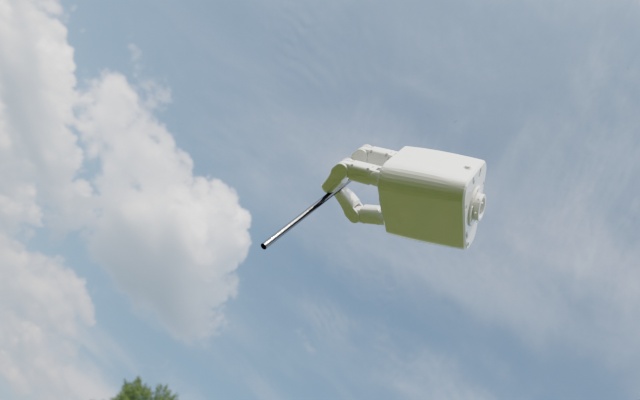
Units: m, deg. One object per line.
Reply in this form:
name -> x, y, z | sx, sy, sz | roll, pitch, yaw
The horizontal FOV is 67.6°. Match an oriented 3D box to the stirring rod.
stirring rod -> 0.000, 0.002, 0.621 | 0.011, 0.011, 0.239 | 0, 24, 35
